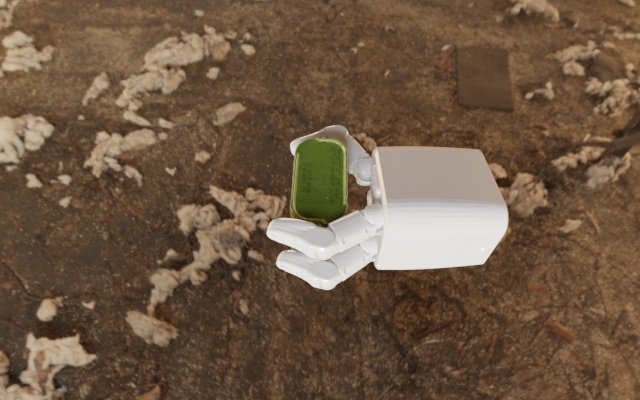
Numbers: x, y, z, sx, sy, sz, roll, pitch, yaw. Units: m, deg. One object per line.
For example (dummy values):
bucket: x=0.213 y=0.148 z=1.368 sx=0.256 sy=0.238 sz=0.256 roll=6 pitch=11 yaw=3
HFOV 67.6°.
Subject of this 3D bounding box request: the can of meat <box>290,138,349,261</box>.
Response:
can of meat: x=0.000 y=0.001 z=0.468 sx=0.057 sy=0.102 sz=0.084 roll=1 pitch=-32 yaw=1
